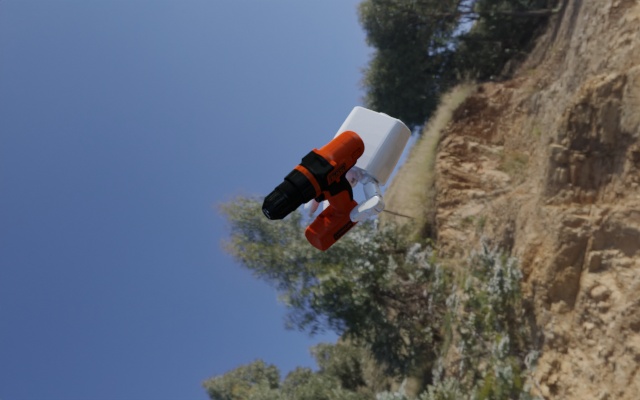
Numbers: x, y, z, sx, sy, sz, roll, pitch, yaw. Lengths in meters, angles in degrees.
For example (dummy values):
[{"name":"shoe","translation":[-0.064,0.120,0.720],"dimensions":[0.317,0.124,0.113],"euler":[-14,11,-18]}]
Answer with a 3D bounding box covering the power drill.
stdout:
[{"name":"power drill","translation":[0.000,0.002,0.746],"dimensions":[0.057,0.184,0.188],"euler":[42,-19,29]}]
